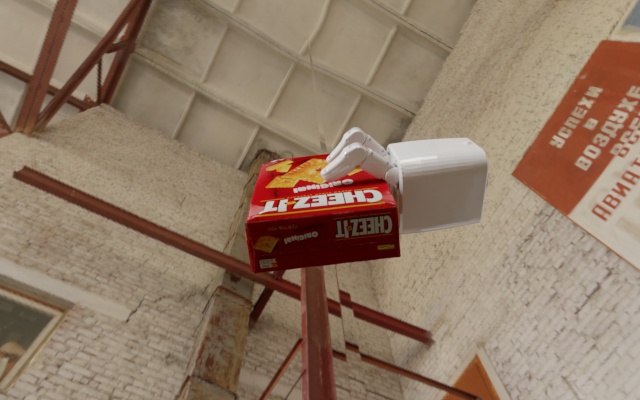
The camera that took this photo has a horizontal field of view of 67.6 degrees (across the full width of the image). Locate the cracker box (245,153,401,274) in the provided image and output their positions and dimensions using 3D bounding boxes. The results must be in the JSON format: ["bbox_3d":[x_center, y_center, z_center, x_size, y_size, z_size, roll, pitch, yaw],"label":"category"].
[{"bbox_3d":[0.000,0.002,0.601,0.164,0.072,0.213,-7,21,1],"label":"cracker box"}]
